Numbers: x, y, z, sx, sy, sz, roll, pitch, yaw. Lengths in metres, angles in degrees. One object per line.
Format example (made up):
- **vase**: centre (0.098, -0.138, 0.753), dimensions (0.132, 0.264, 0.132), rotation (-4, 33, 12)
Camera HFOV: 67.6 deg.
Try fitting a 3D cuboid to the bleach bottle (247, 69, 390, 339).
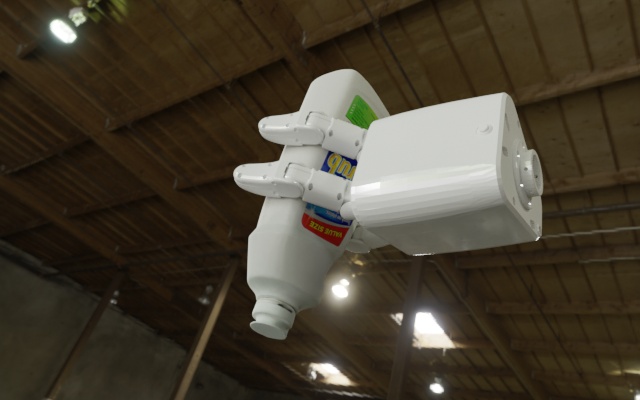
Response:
- **bleach bottle**: centre (0.000, 0.001, 0.420), dimensions (0.068, 0.250, 0.103), rotation (-9, -43, 35)
